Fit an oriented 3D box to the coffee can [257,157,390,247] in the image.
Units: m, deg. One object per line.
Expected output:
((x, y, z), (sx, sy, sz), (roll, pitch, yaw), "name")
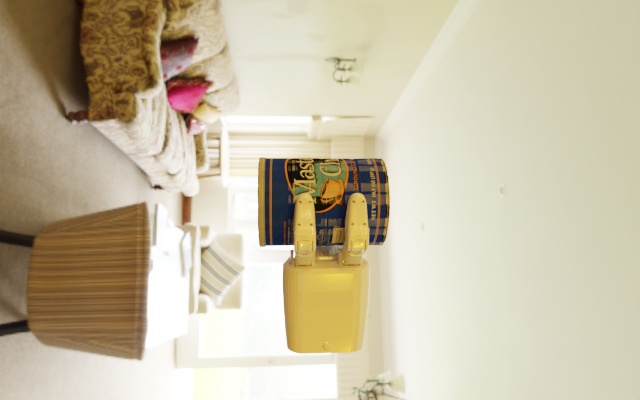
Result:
((0.000, 0.002, 0.551), (0.140, 0.103, 0.103), (0, 0, -5), "coffee can")
